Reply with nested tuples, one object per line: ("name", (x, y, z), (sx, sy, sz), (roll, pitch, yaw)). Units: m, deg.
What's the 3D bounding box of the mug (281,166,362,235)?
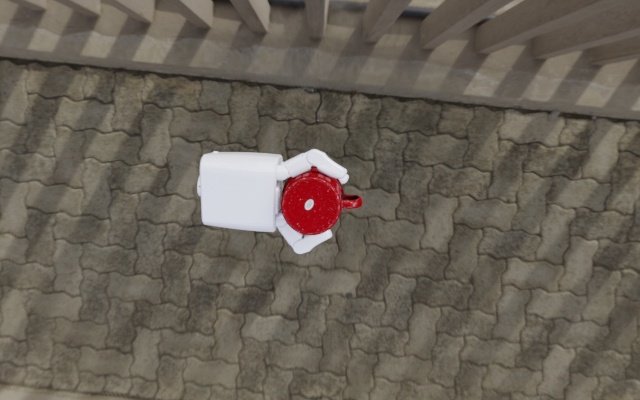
("mug", (0.002, 0.002, 0.669), (0.117, 0.093, 0.081), (3, 10, 1))
